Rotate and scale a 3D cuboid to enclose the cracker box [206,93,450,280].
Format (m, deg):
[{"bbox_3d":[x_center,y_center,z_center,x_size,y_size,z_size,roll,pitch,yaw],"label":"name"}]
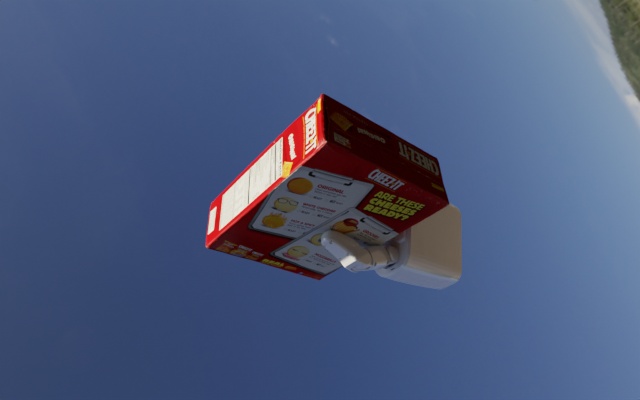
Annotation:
[{"bbox_3d":[0.000,0.002,0.520,0.164,0.072,0.214,22,-43,-33],"label":"cracker box"}]
